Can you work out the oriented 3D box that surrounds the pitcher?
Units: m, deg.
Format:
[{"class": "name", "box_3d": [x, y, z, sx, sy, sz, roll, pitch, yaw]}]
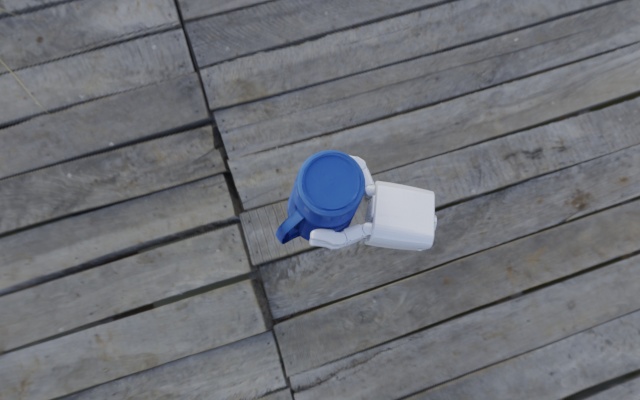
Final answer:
[{"class": "pitcher", "box_3d": [0.000, 0.003, 0.844, 0.145, 0.149, 0.243, 8, -12, -2]}]
